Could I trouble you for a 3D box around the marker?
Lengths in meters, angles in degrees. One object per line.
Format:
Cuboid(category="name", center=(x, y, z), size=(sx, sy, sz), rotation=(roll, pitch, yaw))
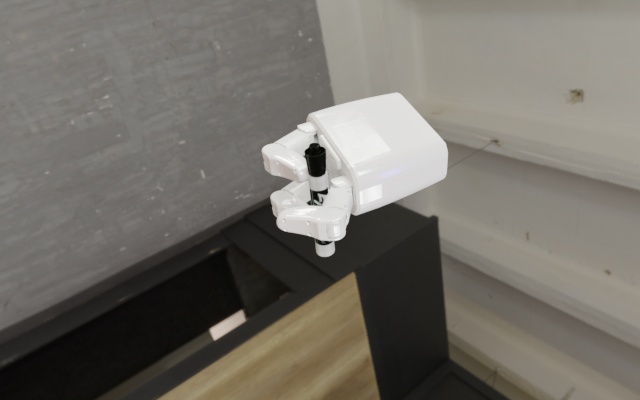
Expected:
Cuboid(category="marker", center=(0.000, 0.001, 0.440), size=(0.020, 0.121, 0.020), rotation=(-4, 36, 3))
